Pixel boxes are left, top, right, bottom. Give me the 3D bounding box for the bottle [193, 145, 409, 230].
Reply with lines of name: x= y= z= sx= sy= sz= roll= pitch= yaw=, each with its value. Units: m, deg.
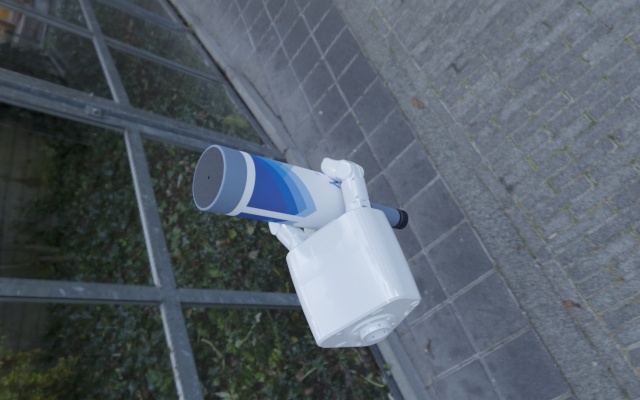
bottle: x=0.000 y=0.002 z=0.564 sx=0.296 sy=0.069 sz=0.069 roll=13 pitch=-8 yaw=-40
